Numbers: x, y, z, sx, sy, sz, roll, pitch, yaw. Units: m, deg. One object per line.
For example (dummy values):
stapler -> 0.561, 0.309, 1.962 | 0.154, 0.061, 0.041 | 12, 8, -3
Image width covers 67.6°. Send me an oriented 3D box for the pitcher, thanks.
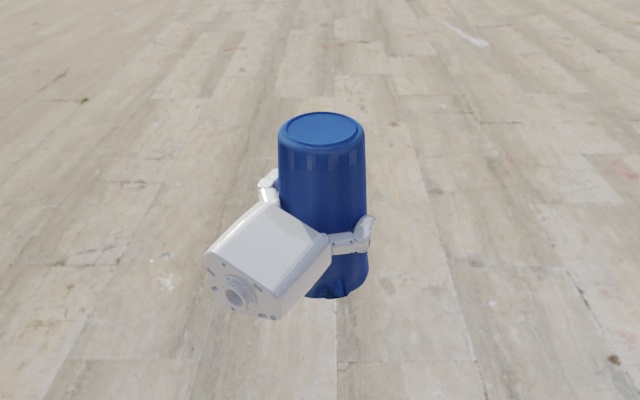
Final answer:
pitcher -> 0.000, 0.002, 0.661 | 0.149, 0.243, 0.145 | 19, 41, 26
